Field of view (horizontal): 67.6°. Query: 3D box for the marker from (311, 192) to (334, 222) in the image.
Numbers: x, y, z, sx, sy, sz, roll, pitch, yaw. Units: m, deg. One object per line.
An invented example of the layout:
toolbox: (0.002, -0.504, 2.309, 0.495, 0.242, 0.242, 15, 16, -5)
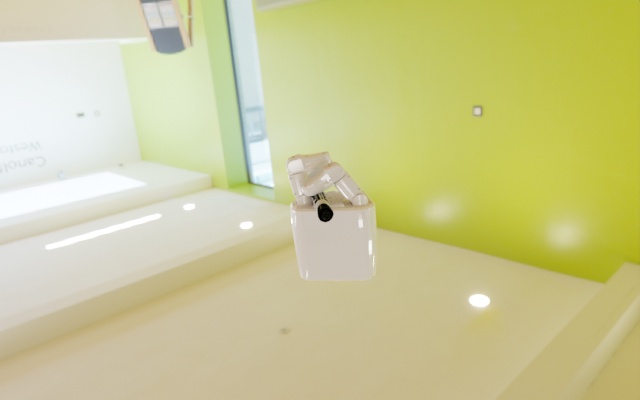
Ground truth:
marker: (0.000, 0.002, 0.607, 0.020, 0.020, 0.121, 0, 16, -7)
